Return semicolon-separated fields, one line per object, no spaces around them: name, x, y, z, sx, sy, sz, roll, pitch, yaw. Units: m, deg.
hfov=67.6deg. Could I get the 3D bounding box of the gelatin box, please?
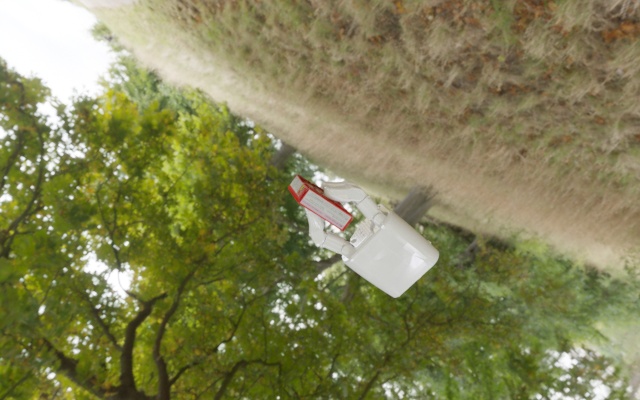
gelatin box;0.000;0.003;0.721;0.089;0.030;0.073;32;8;-23
